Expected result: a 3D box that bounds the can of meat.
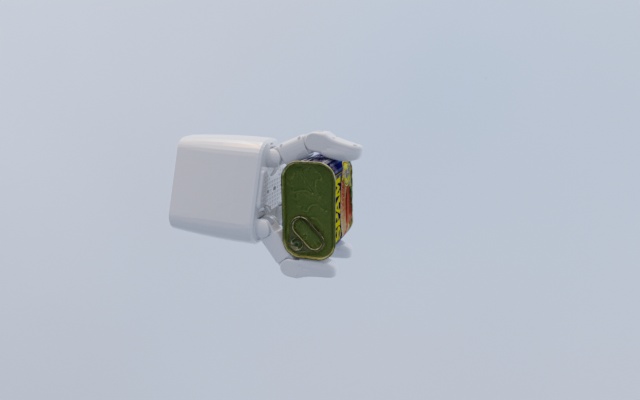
[{"bbox_3d":[0.000,0.002,0.514,0.057,0.102,0.084,4,15,17],"label":"can of meat"}]
